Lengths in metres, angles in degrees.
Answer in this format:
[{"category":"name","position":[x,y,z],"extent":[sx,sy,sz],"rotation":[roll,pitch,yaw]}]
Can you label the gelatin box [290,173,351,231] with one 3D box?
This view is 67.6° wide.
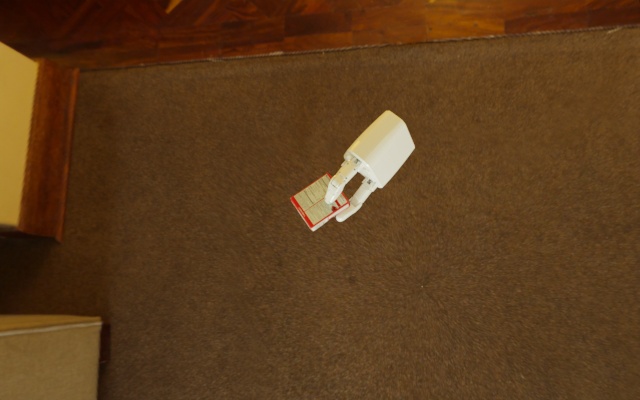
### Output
[{"category":"gelatin box","position":[0.000,0.003,0.899],"extent":[0.089,0.073,0.030],"rotation":[-34,-17,-4]}]
